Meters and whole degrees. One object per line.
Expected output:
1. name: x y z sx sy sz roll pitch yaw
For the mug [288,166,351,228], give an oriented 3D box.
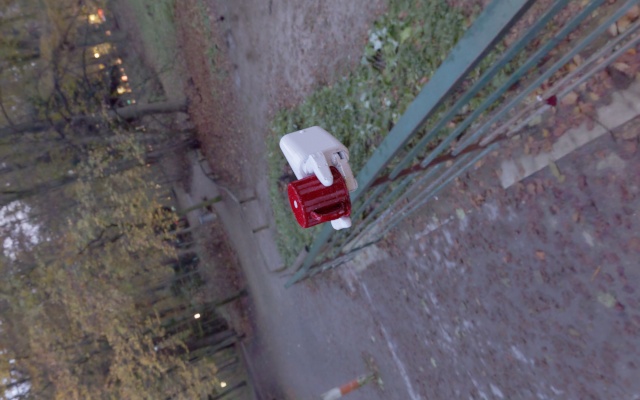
1. mug: 0.001 0.003 0.791 0.081 0.093 0.117 -19 34 -15
